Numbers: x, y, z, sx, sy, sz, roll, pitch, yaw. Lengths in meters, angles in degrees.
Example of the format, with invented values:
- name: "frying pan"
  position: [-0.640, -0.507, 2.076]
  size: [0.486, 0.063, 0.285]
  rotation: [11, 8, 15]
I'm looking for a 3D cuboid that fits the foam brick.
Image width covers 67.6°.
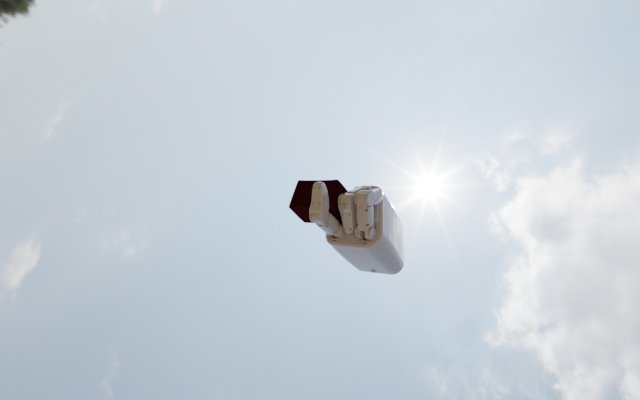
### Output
- name: "foam brick"
  position: [0.000, 0.002, 0.749]
  size: [0.078, 0.053, 0.051]
  rotation: [2, -30, 35]
